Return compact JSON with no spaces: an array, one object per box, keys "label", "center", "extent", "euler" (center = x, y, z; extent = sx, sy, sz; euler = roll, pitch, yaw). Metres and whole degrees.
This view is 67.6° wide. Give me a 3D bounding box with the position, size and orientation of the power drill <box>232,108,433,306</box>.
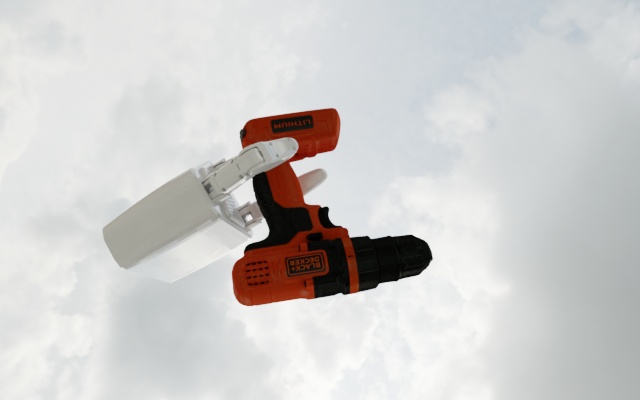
[{"label":"power drill","center":[0.000,0.001,0.464],"extent":[0.184,0.187,0.057],"euler":[-8,-27,-7]}]
